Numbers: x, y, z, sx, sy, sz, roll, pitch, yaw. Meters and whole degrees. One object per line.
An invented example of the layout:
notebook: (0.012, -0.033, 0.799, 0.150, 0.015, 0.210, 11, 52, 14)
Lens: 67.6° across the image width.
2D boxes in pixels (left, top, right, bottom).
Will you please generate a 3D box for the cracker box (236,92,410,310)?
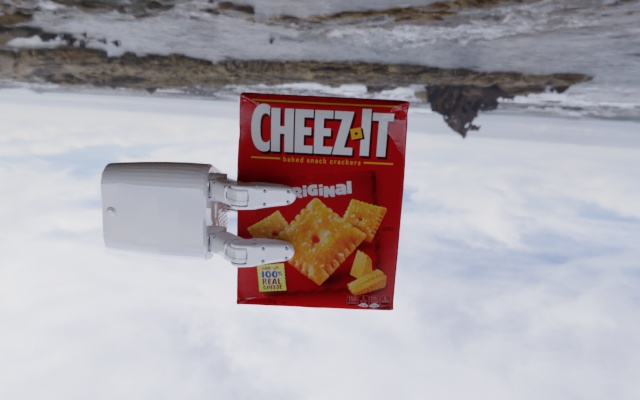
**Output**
cracker box: (0.000, 0.002, 0.492, 0.164, 0.214, 0.072, 3, 11, 1)
